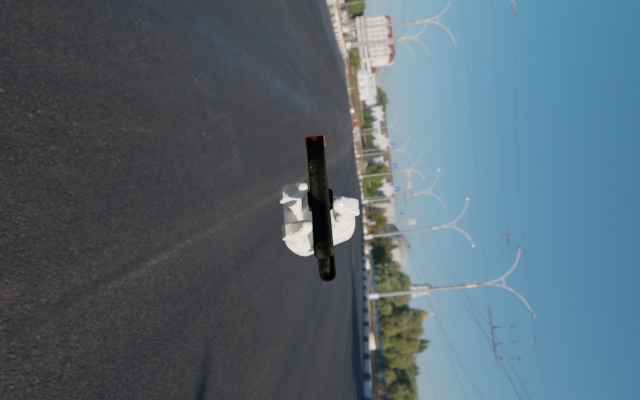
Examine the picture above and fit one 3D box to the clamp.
[{"bbox_3d":[0.001,0.002,0.662,0.036,0.210,0.164,-5,-13,0],"label":"clamp"}]
